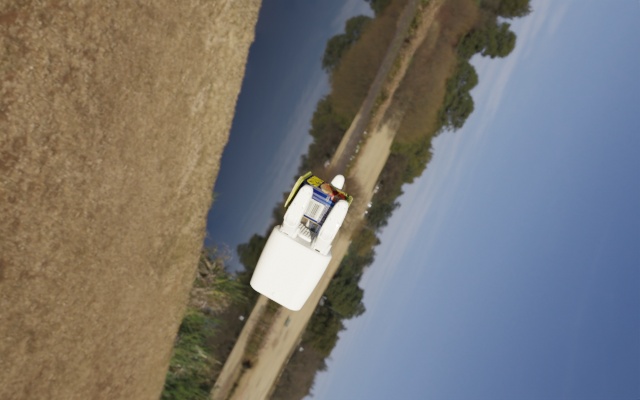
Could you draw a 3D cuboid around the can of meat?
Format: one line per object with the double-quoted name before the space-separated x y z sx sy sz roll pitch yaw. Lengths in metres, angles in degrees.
"can of meat" 0.000 0.003 0.742 0.084 0.057 0.102 29 13 3
